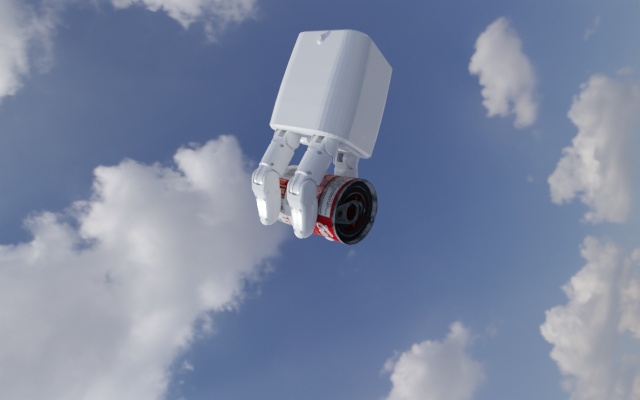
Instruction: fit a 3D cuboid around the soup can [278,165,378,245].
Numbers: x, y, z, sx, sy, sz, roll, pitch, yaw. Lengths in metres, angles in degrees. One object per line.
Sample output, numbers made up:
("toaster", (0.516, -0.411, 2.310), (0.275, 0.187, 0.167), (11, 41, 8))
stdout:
("soup can", (0.000, 0.002, 0.512), (0.102, 0.068, 0.068), (16, 10, 41))
